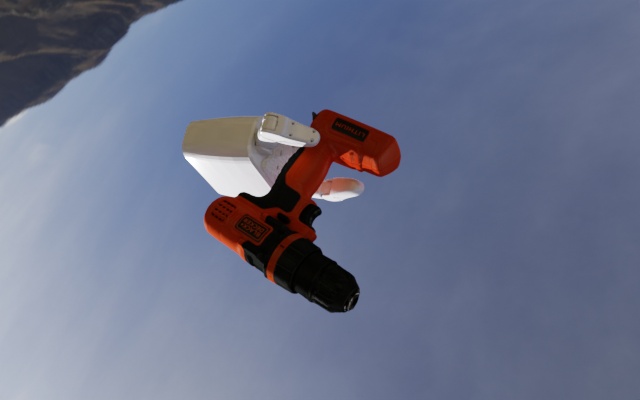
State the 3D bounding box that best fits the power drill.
[{"bbox_3d":[0.000,0.001,0.481,0.184,0.187,0.057,29,-25,27],"label":"power drill"}]
